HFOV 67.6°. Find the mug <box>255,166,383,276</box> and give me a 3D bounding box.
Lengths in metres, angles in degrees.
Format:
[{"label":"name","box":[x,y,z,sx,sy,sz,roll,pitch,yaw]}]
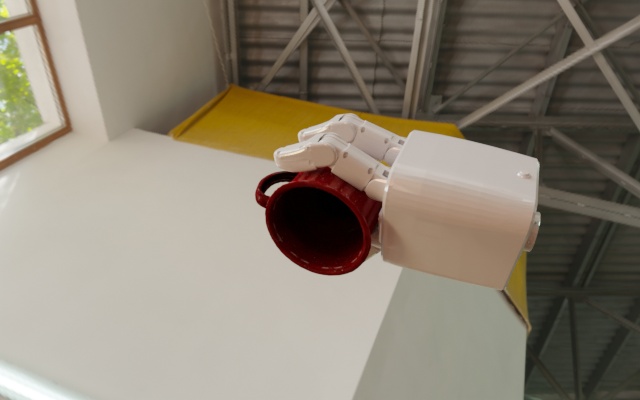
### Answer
[{"label":"mug","box":[-0.001,0.001,0.422,0.117,0.093,0.081,15,37,16]}]
